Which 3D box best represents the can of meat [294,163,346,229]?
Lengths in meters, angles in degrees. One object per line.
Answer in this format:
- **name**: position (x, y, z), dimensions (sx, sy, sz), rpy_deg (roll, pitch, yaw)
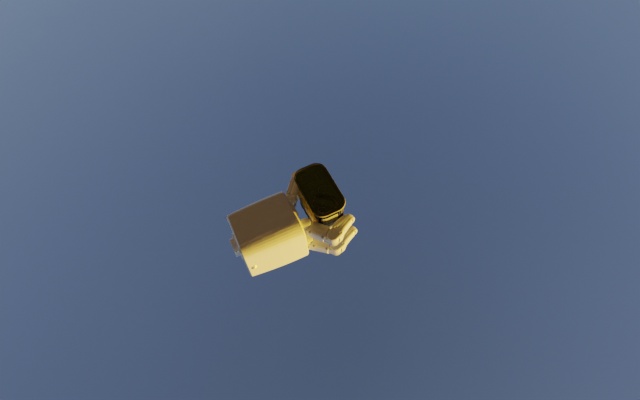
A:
- **can of meat**: position (0.000, 0.003, 0.806), dimensions (0.057, 0.102, 0.084), rpy_deg (-24, -29, -11)
